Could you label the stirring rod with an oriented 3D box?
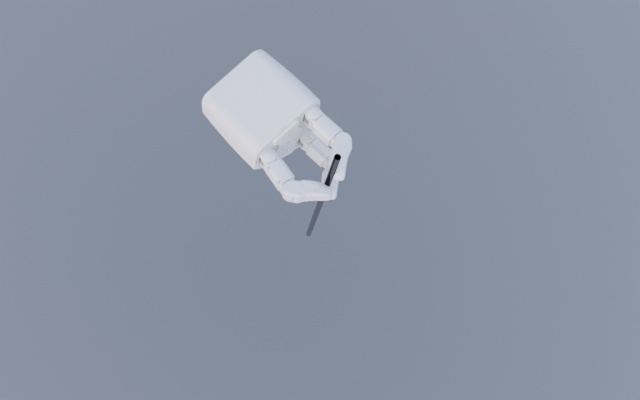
[{"bbox_3d":[0.000,0.002,0.625,0.011,0.011,0.240,0,-24,-10],"label":"stirring rod"}]
